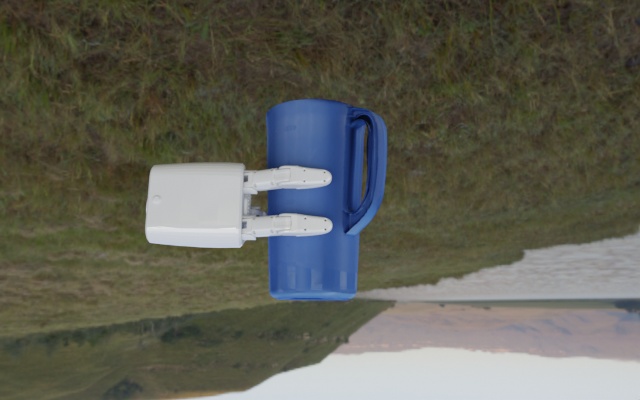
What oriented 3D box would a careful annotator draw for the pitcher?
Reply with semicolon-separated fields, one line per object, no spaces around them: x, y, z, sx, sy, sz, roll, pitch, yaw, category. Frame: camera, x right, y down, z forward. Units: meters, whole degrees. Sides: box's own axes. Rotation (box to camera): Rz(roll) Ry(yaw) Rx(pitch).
0.000;0.002;0.603;0.145;0.242;0.149;2;-12;-5;pitcher
